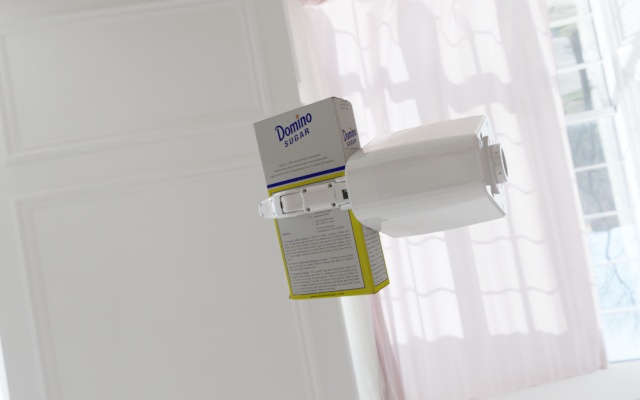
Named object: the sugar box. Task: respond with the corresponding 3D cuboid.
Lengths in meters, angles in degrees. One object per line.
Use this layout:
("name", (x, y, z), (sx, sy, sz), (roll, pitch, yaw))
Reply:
("sugar box", (0.000, 0.002, 0.450), (0.093, 0.176, 0.048), (-11, -2, 30))
